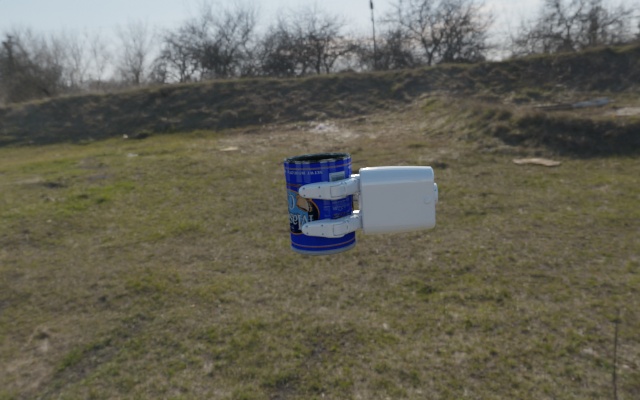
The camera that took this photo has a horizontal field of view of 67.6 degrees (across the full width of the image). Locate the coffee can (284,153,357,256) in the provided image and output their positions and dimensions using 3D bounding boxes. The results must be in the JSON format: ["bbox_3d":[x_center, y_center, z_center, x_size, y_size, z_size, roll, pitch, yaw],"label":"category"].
[{"bbox_3d":[0.000,0.003,0.734,0.103,0.140,0.103,-4,11,1],"label":"coffee can"}]
